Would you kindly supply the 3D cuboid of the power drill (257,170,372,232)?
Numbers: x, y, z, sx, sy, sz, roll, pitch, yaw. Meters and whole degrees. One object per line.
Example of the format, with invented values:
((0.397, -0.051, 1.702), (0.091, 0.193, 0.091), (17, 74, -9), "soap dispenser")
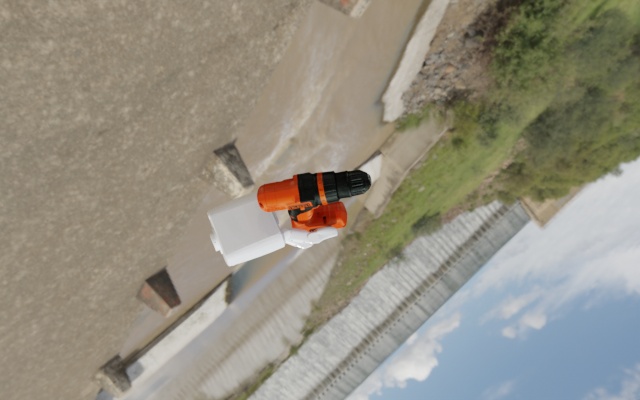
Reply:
((0.000, 0.003, 0.825), (0.184, 0.057, 0.188), (-8, -20, 7), "power drill")
